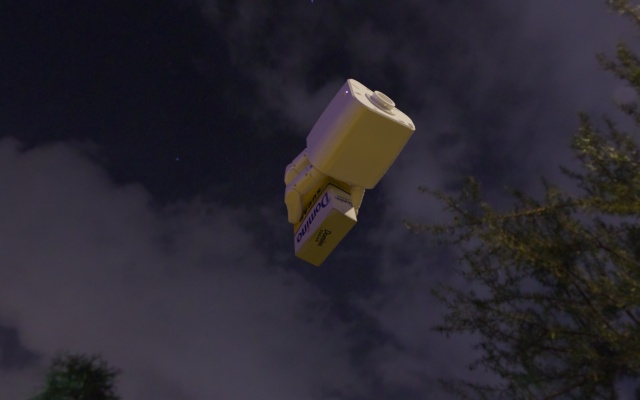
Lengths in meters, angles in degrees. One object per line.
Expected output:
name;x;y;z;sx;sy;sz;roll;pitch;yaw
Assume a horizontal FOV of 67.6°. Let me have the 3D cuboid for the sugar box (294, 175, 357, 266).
sugar box;0.000;0.002;0.694;0.048;0.093;0.176;29;26;-19
